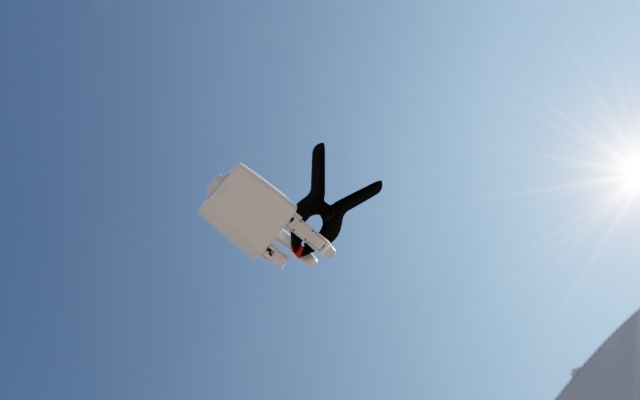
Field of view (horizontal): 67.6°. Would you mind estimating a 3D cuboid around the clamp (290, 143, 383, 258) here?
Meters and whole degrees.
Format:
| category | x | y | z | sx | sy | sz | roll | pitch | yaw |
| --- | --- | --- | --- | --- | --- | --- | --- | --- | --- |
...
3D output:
| category | x | y | z | sx | sy | sz | roll | pitch | yaw |
| --- | --- | --- | --- | --- | --- | --- | --- | --- | --- |
| clamp | 0.000 | 0.003 | 0.716 | 0.120 | 0.171 | 0.039 | 40 | -7 | -4 |
